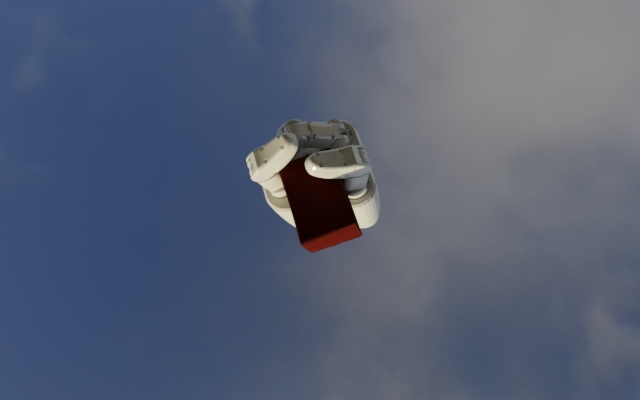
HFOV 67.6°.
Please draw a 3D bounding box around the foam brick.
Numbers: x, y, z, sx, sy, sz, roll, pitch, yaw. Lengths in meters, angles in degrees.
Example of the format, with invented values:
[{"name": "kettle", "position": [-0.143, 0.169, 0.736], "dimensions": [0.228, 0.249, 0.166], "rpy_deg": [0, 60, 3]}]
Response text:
[{"name": "foam brick", "position": [0.000, 0.002, 0.436], "dimensions": [0.053, 0.078, 0.051], "rpy_deg": [-19, -20, 4]}]
